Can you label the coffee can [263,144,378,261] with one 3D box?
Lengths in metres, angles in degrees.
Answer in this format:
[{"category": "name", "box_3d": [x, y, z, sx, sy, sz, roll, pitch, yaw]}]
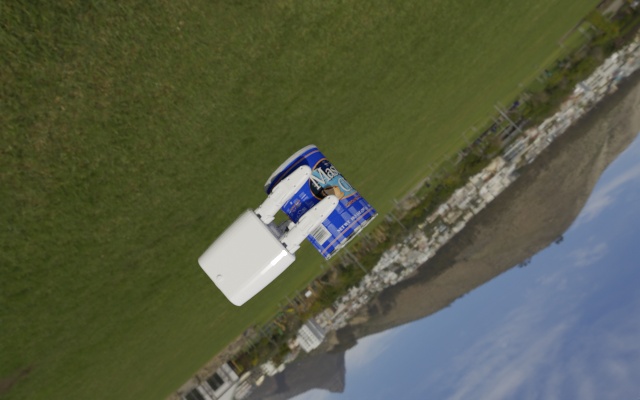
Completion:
[{"category": "coffee can", "box_3d": [0.000, 0.002, 0.704, 0.103, 0.140, 0.103, -41, -8, -7]}]
